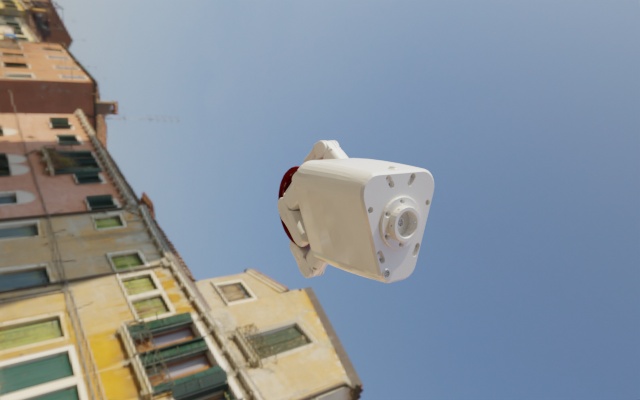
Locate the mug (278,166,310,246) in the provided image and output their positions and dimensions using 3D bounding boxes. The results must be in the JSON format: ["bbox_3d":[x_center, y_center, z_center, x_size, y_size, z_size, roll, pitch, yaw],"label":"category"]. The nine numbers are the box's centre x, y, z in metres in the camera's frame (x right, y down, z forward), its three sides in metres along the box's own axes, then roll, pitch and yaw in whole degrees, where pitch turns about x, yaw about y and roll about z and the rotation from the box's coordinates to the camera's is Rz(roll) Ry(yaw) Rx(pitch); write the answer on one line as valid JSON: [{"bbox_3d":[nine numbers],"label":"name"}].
[{"bbox_3d":[-0.001,0.002,0.583,0.081,0.093,0.117,-6,12,-33],"label":"mug"}]
